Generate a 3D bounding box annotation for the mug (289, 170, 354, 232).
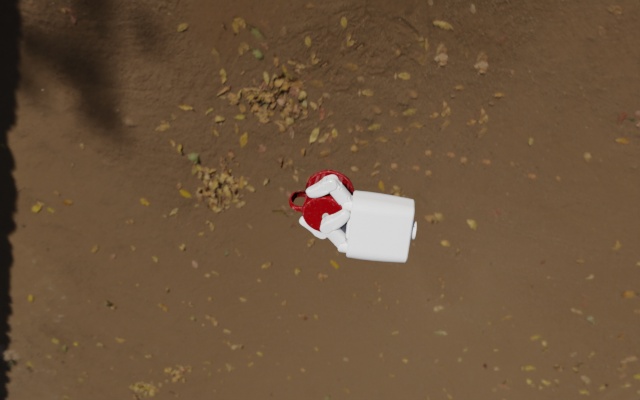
[{"bbox_3d":[-0.001,0.003,0.871,0.117,0.093,0.081,5,35,6],"label":"mug"}]
